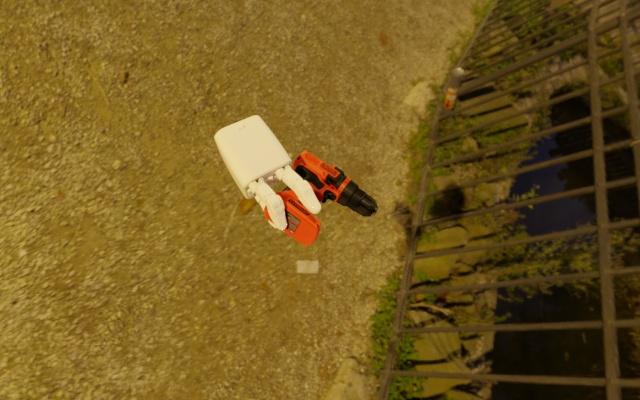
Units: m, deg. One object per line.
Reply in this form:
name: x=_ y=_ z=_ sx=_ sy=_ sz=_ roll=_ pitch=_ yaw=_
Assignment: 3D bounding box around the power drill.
power drill: x=0.000 y=0.003 z=0.862 sx=0.184 sy=0.057 sz=0.187 roll=33 pitch=37 yaw=8
